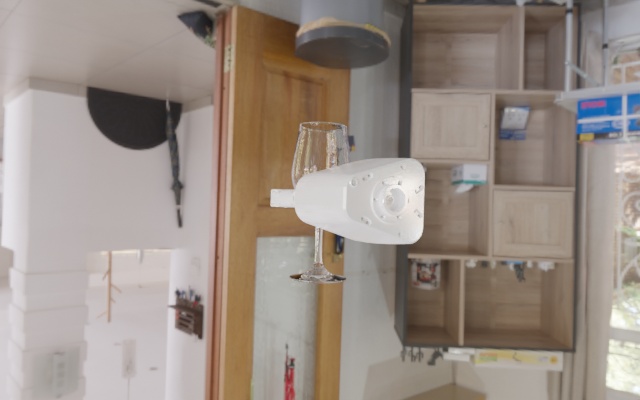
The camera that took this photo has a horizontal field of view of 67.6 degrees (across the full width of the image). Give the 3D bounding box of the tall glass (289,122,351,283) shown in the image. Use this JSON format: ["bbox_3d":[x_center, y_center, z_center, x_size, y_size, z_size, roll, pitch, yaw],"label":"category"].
[{"bbox_3d":[0.000,0.003,0.620,0.079,0.201,0.079,2,-1,0],"label":"tall glass"}]
